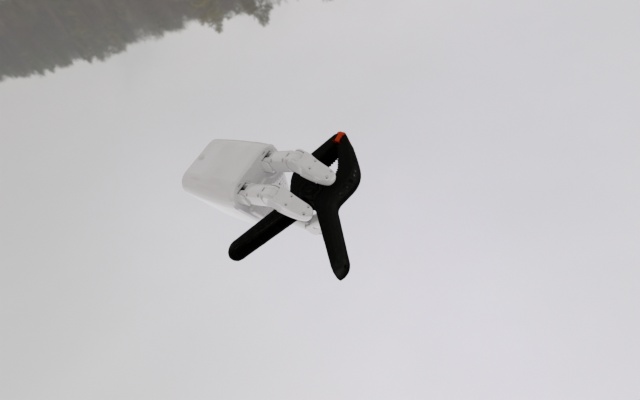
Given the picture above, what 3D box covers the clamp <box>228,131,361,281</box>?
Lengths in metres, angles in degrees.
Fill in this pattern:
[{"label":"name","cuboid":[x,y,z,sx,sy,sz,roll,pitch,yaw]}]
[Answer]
[{"label":"clamp","cuboid":[0.000,0.002,0.577,0.164,0.210,0.036,12,-31,37]}]
